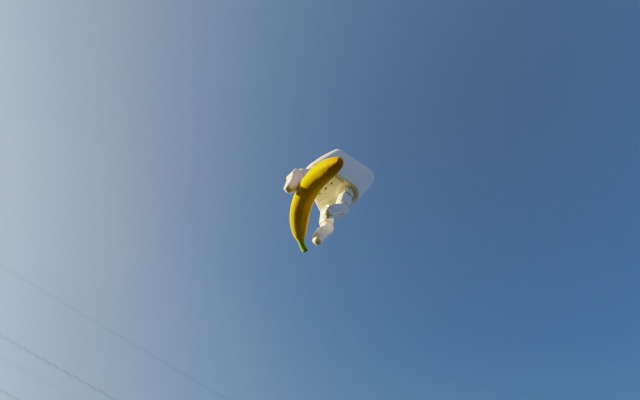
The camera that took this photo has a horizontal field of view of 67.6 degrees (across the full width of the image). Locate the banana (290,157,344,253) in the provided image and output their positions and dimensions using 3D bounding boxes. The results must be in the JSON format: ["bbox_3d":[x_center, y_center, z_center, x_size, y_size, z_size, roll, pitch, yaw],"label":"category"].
[{"bbox_3d":[-0.015,-0.004,0.843,0.069,0.198,0.037,35,32,23],"label":"banana"}]
